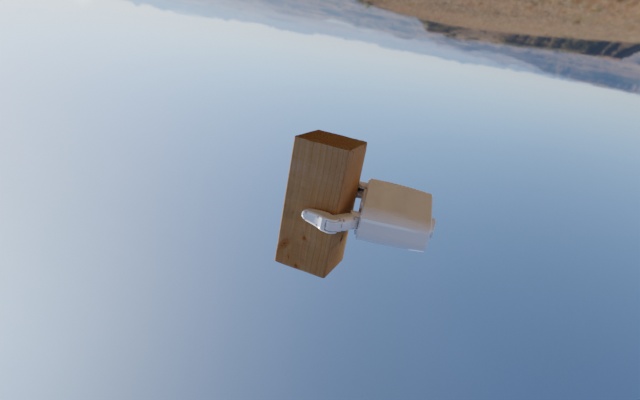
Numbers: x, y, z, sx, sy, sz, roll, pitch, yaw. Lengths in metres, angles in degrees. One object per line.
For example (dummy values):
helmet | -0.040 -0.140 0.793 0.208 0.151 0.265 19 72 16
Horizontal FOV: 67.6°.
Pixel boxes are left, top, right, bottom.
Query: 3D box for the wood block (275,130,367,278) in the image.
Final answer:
wood block | 0.000 0.003 0.753 0.090 0.206 0.091 17 20 18
